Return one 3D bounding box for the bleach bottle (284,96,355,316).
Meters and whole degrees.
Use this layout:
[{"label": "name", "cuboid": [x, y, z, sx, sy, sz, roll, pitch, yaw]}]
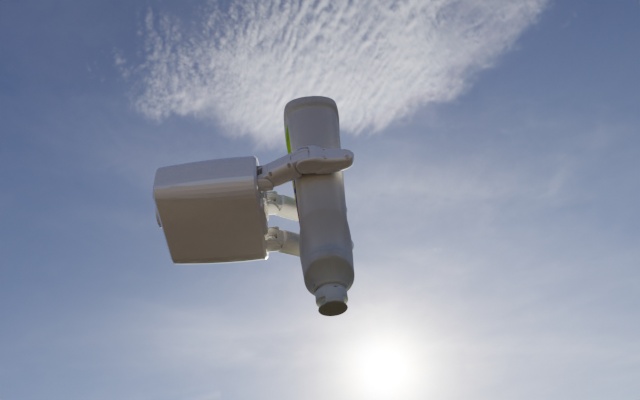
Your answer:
[{"label": "bleach bottle", "cuboid": [0.000, 0.002, 0.519, 0.068, 0.250, 0.103, -5, -41, -2]}]
